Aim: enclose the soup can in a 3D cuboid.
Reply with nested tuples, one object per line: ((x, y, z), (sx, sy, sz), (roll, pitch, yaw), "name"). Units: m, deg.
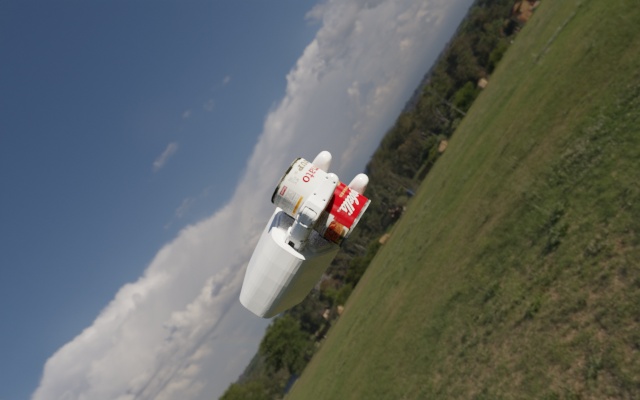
((0.000, 0.001, 0.579), (0.102, 0.068, 0.068), (32, 3, 5), "soup can")
